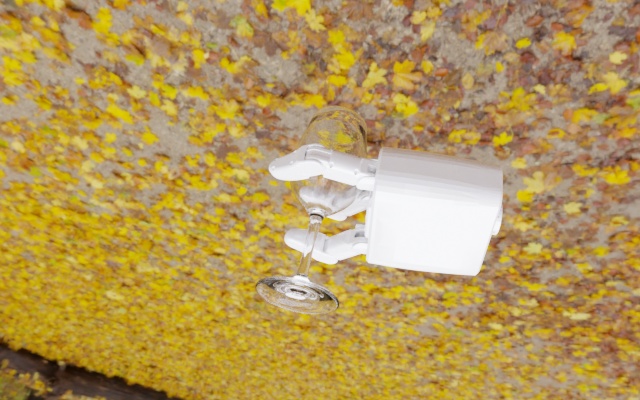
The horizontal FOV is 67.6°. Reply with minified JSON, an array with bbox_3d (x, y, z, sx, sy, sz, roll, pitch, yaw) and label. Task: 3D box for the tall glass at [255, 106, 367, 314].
[{"bbox_3d":[0.000,0.002,0.463,0.079,0.201,0.079,10,-32,6],"label":"tall glass"}]
